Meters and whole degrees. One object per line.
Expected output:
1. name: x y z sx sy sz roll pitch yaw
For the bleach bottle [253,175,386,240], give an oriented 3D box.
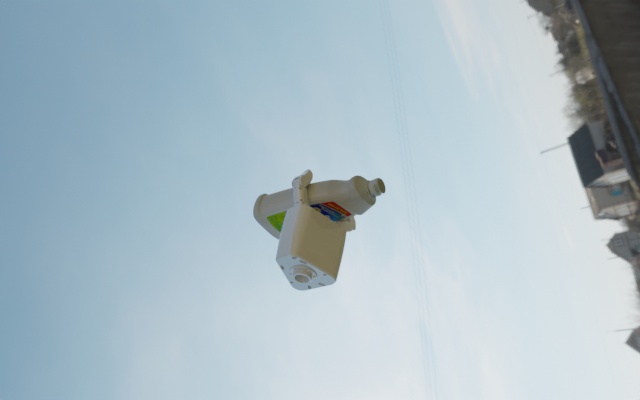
1. bleach bottle: 0.000 0.003 0.890 0.251 0.068 0.103 -19 -50 31
